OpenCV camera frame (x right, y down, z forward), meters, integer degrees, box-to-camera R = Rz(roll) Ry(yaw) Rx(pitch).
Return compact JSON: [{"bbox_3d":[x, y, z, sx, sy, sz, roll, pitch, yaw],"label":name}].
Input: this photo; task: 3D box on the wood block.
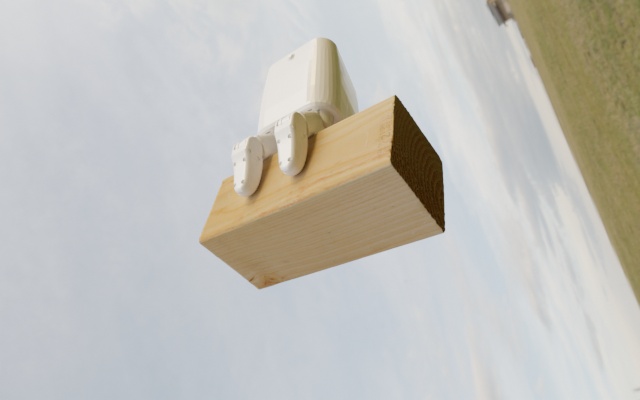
[{"bbox_3d":[0.000,0.001,0.443,0.206,0.090,0.091,-22,-51,31],"label":"wood block"}]
